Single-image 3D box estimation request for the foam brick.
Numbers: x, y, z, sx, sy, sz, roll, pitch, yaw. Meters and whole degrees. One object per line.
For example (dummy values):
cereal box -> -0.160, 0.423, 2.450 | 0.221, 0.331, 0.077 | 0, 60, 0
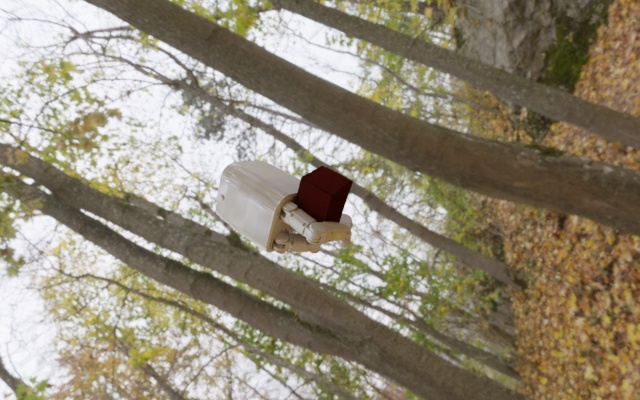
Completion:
foam brick -> 0.000, 0.002, 0.642 | 0.051, 0.078, 0.053 | 32, 37, 21
